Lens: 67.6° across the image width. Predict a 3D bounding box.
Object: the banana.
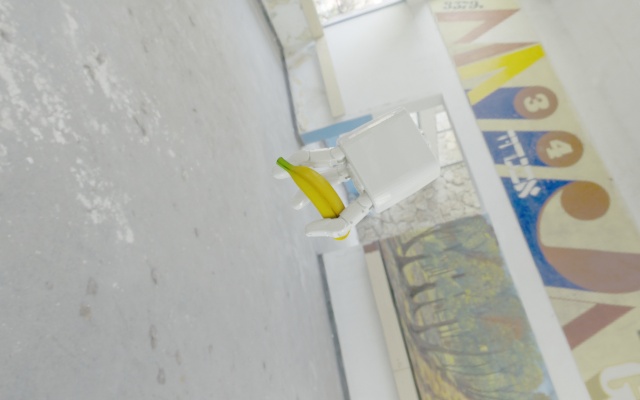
[{"bbox_3d":[0.009,0.008,0.686,0.069,0.037,0.198,38,-13,45],"label":"banana"}]
